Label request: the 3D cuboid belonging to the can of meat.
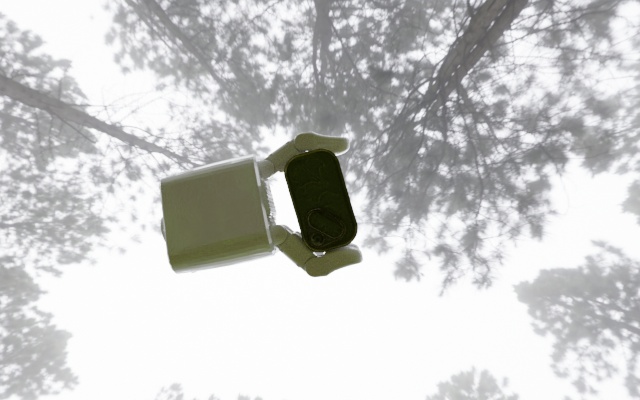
[{"bbox_3d":[0.000,0.002,0.517,0.057,0.102,0.084,-16,-2,-1],"label":"can of meat"}]
